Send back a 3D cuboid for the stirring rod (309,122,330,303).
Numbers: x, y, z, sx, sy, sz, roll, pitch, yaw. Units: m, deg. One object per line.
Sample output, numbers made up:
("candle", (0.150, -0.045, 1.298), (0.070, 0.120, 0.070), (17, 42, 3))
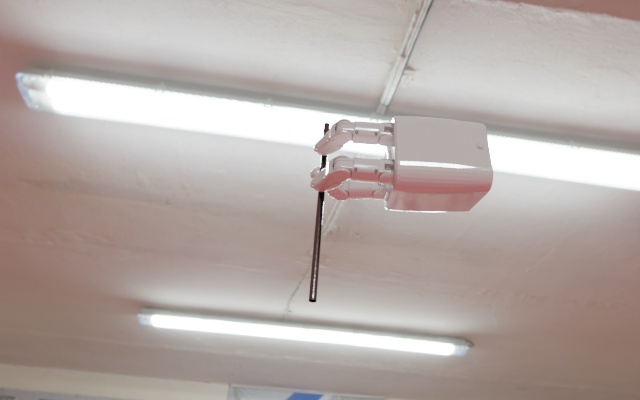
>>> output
("stirring rod", (0.000, 0.002, 0.549), (0.011, 0.239, 0.011), (3, -34, 2))
